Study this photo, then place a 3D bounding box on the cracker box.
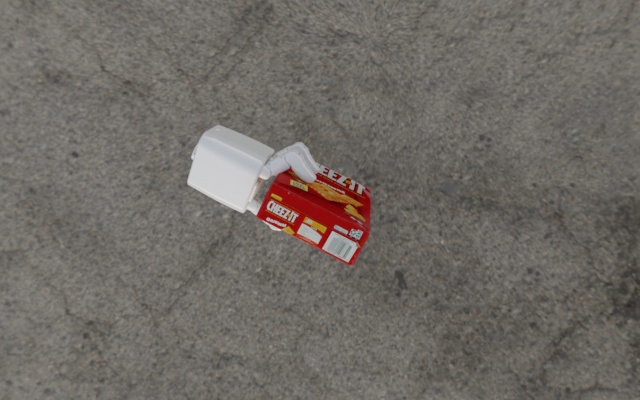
[{"bbox_3d":[0.000,0.003,0.795,0.164,0.072,0.213,27,19,-3],"label":"cracker box"}]
